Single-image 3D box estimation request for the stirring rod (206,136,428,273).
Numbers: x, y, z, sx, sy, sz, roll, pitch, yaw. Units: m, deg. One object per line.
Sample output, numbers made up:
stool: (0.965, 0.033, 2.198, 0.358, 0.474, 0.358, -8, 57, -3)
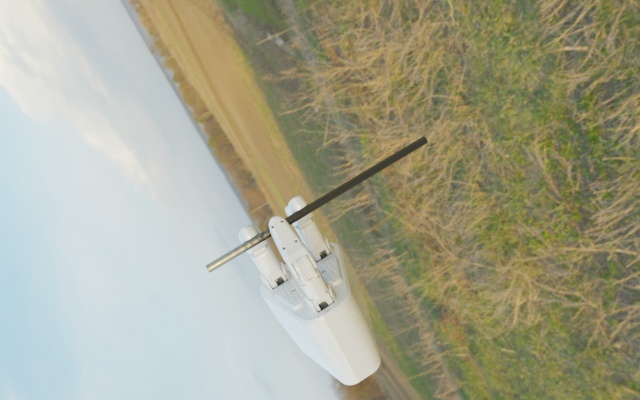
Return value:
stirring rod: (0.000, 0.001, 0.450, 0.239, 0.011, 0.011, -31, 5, -8)
